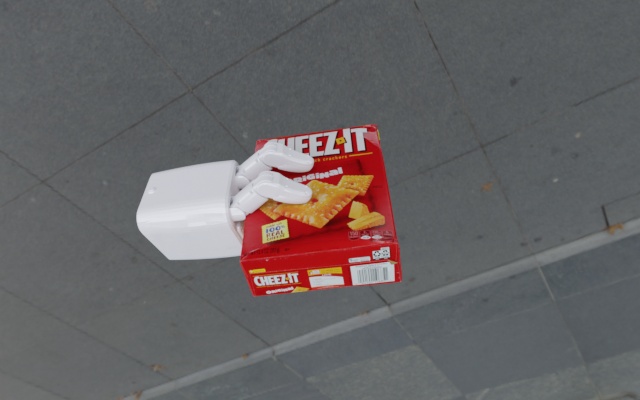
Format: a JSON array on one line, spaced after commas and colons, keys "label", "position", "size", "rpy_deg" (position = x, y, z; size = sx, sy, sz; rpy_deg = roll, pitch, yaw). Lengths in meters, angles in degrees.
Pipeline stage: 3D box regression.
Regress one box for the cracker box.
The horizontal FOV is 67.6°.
[{"label": "cracker box", "position": [0.000, 0.002, 0.567], "size": [0.164, 0.072, 0.213], "rpy_deg": [-7, 43, 5]}]
